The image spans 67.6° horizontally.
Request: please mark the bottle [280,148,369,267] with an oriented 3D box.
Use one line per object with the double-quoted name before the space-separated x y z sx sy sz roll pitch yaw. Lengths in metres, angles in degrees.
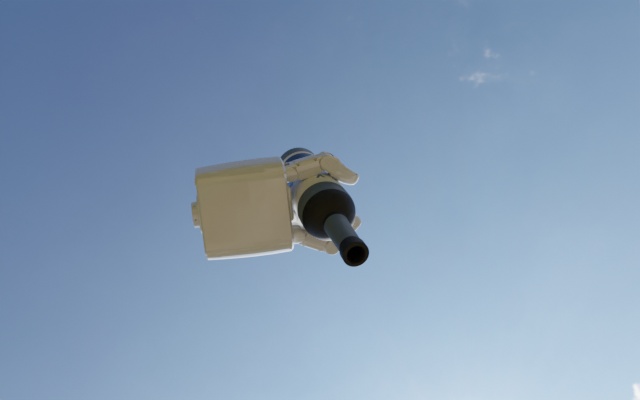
"bottle" 0.000 0.002 0.597 0.069 0.069 0.295 0 20 -15
